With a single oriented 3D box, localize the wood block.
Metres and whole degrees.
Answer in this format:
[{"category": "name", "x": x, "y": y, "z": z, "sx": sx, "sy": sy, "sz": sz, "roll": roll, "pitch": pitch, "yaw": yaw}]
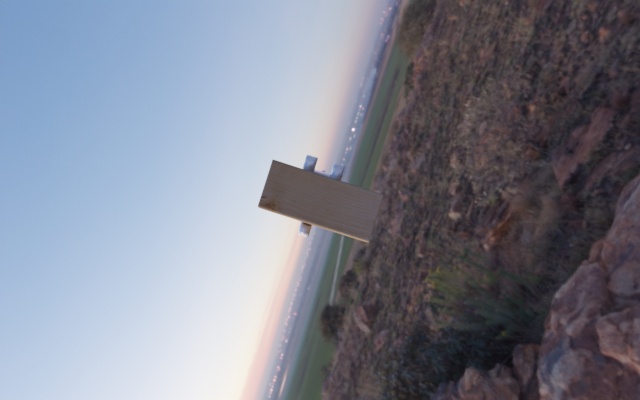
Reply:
[{"category": "wood block", "x": 0.000, "y": 0.003, "z": 0.881, "sx": 0.206, "sy": 0.091, "sz": 0.090, "roll": 17, "pitch": -4, "yaw": 0}]
